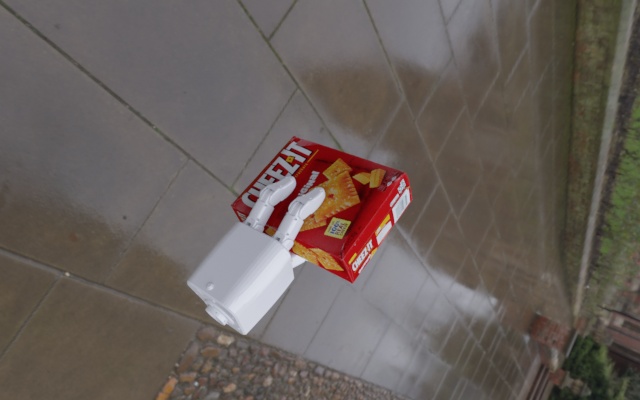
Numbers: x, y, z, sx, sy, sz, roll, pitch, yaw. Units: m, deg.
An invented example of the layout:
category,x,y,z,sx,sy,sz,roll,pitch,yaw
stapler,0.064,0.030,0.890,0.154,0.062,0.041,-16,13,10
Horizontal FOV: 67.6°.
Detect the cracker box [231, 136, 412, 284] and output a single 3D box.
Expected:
category,x,y,z,sx,sy,sz,roll,pitch,yaw
cracker box,0.000,0.002,0.703,0.213,0.164,0.072,23,-29,33
